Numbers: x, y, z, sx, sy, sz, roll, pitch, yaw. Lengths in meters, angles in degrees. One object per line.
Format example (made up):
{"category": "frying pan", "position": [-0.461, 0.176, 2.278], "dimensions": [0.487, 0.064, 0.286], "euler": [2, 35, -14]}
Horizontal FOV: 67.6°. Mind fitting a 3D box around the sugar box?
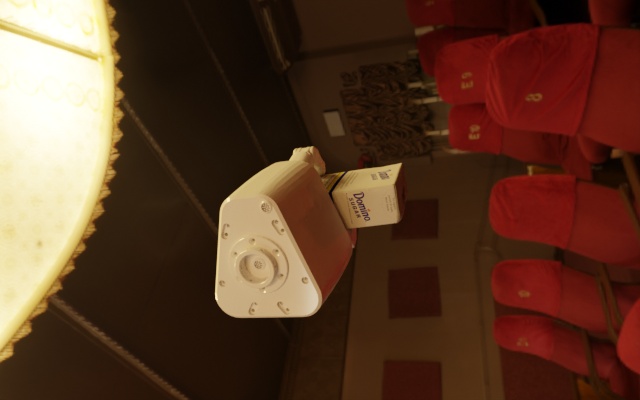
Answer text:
{"category": "sugar box", "position": [0.000, 0.002, 0.507], "dimensions": [0.176, 0.048, 0.093], "euler": [-5, 16, 17]}
